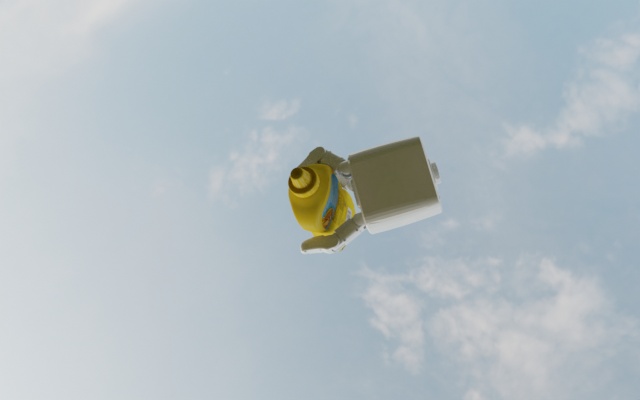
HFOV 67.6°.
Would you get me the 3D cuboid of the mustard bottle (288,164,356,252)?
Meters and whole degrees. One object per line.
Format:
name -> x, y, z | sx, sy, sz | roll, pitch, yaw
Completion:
mustard bottle -> 0.000, 0.002, 0.686 | 0.058, 0.096, 0.192 | 7, -20, 22
